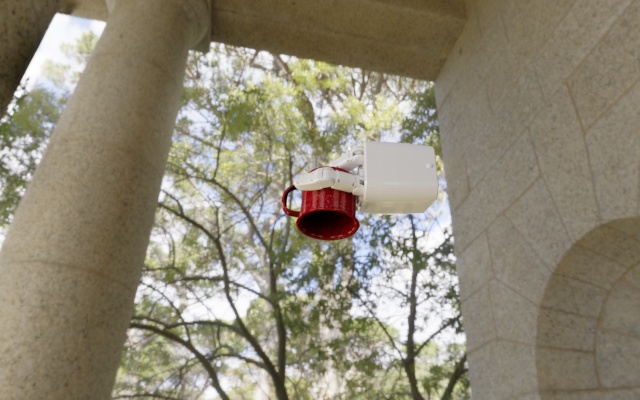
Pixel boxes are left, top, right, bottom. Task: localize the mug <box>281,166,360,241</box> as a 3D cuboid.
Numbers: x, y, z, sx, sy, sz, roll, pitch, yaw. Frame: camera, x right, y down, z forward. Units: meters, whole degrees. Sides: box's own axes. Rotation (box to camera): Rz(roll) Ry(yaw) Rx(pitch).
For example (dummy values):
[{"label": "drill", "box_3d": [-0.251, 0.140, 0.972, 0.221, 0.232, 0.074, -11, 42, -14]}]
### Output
[{"label": "mug", "box_3d": [-0.001, 0.002, 0.717, 0.117, 0.081, 0.093, 3, -33, -1]}]
